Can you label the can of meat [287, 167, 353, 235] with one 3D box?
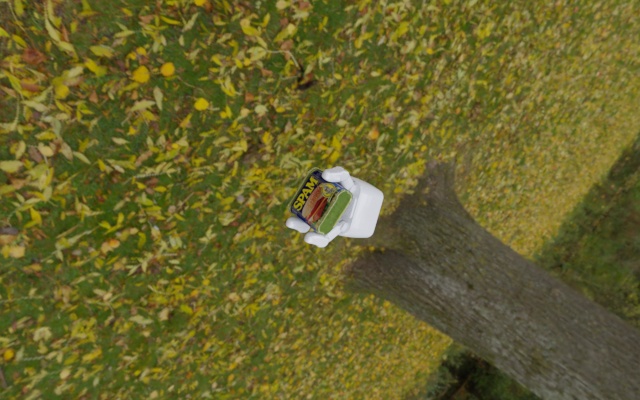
[{"bbox_3d":[0.000,0.003,0.898,0.084,0.102,0.057,37,9,32],"label":"can of meat"}]
